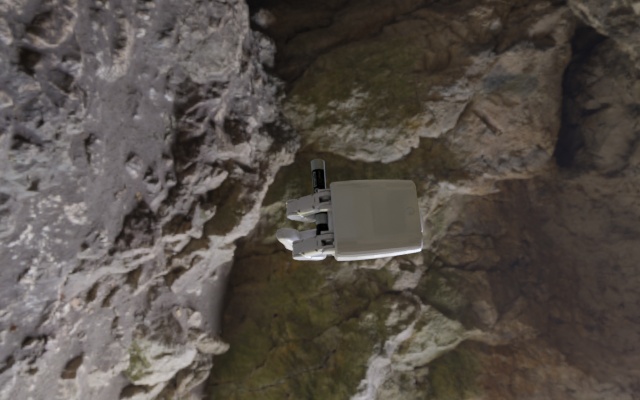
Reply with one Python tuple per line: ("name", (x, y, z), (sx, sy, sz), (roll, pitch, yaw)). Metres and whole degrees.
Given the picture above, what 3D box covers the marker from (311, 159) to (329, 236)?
("marker", (0.000, 0.002, 0.649), (0.020, 0.121, 0.020), (-4, -18, -1))
